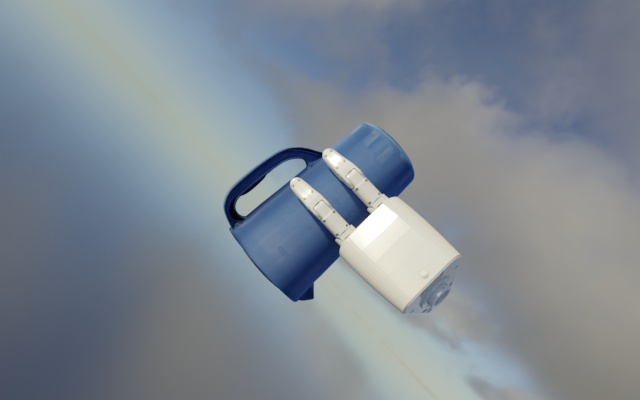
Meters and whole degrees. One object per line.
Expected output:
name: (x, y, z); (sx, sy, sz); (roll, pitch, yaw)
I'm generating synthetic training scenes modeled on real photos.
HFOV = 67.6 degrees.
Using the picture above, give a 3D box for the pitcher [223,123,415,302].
pitcher: (0.000, 0.002, 0.643); (0.145, 0.243, 0.149); (44, -7, 31)
